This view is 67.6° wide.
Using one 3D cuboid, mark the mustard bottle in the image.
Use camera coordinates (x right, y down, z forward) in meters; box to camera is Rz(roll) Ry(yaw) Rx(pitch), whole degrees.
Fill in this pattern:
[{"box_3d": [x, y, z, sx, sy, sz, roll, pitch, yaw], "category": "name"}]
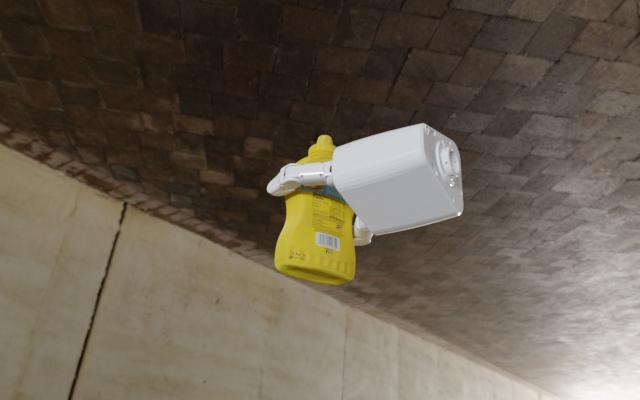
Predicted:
[{"box_3d": [0.000, 0.002, 0.594, 0.096, 0.191, 0.058, 18, -29, -25], "category": "mustard bottle"}]
